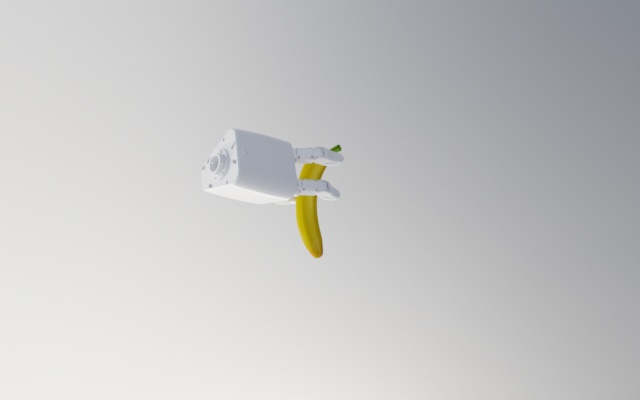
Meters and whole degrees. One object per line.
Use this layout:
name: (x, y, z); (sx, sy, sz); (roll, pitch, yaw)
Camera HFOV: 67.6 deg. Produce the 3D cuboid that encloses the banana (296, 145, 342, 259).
banana: (-0.013, -0.002, 0.822); (0.069, 0.198, 0.037); (5, -6, 42)
